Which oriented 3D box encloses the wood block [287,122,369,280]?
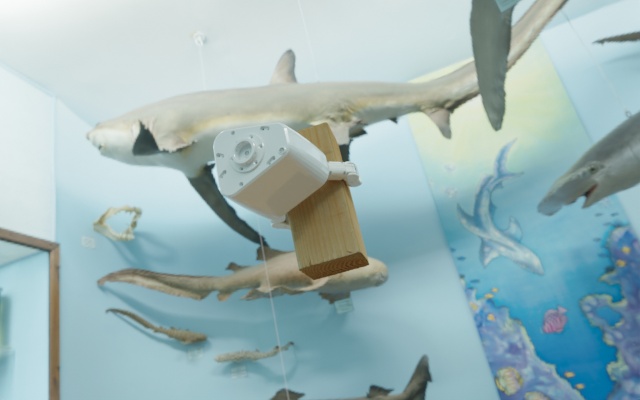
[{"bbox_3d":[0.000,0.002,0.713,0.091,0.206,0.090,-16,-22,8],"label":"wood block"}]
